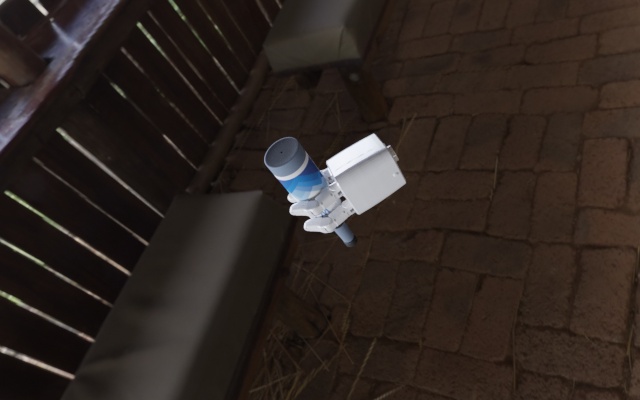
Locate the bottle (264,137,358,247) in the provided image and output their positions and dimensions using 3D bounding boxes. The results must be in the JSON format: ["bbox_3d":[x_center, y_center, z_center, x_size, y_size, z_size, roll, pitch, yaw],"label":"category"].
[{"bbox_3d":[0.000,0.003,0.891,0.069,0.069,0.296,0,-34,32],"label":"bottle"}]
